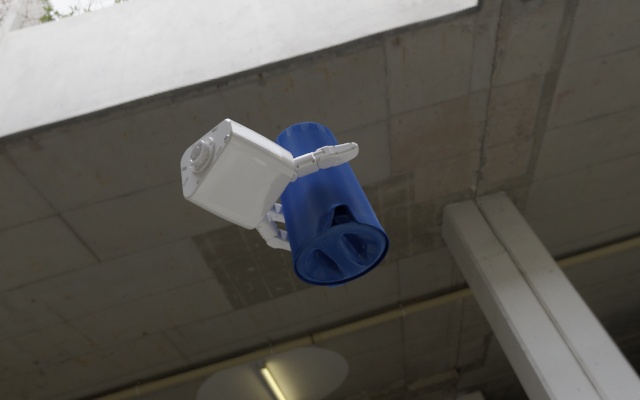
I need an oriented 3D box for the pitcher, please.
[{"bbox_3d":[0.000,0.002,0.720,0.145,0.242,0.149,26,-58,-39],"label":"pitcher"}]
